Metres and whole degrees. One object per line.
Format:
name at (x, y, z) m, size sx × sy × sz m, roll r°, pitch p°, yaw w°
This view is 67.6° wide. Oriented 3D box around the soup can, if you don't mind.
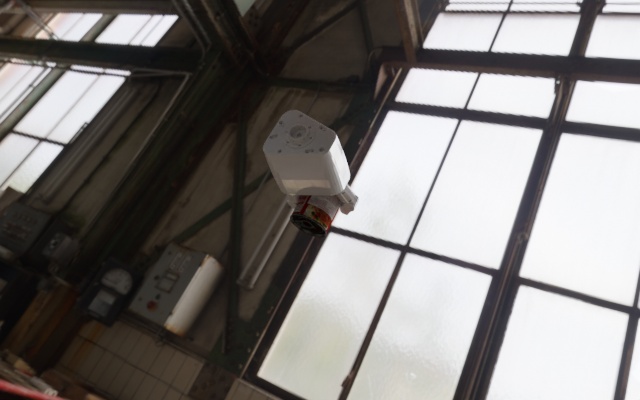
soup can at (0.000, 0.003, 0.820) m, size 0.068 × 0.102 × 0.068 m, roll 23°, pitch -24°, yaw 11°
